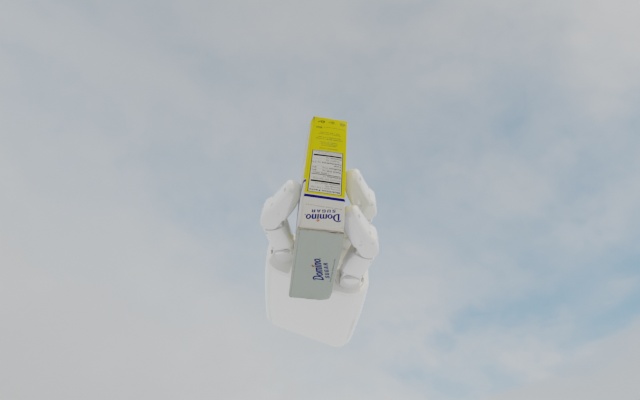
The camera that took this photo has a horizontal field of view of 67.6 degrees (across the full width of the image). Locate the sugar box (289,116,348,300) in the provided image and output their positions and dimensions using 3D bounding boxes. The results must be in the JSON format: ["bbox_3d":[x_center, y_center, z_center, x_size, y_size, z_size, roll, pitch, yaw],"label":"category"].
[{"bbox_3d":[0.001,0.002,0.476,0.048,0.093,0.176,6,41,-4],"label":"sugar box"}]
